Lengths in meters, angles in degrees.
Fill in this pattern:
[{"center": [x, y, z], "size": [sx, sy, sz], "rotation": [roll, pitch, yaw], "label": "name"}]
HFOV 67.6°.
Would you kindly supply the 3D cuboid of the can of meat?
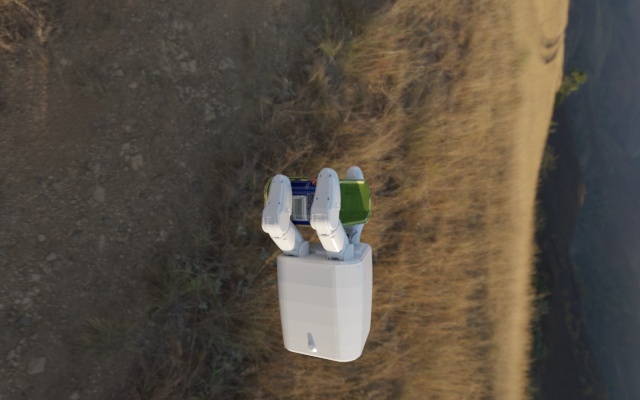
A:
[{"center": [0.000, 0.002, 0.539], "size": [0.084, 0.057, 0.102], "rotation": [2, 3, 30], "label": "can of meat"}]
